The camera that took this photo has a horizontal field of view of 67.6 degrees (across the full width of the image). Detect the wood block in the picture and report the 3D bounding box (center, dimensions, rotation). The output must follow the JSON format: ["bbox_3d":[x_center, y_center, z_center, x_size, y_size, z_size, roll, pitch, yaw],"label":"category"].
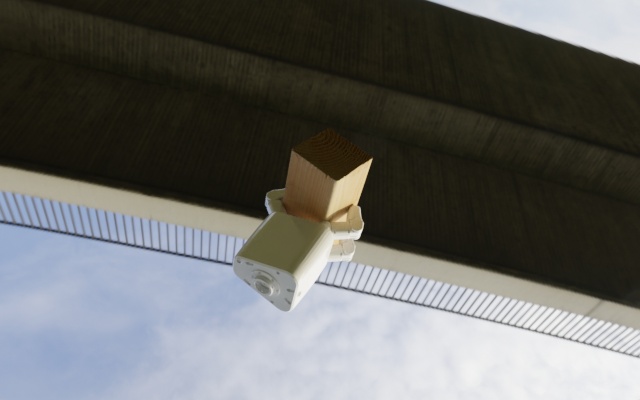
[{"bbox_3d":[0.000,0.003,0.767,0.091,0.206,0.090,37,48,22],"label":"wood block"}]
